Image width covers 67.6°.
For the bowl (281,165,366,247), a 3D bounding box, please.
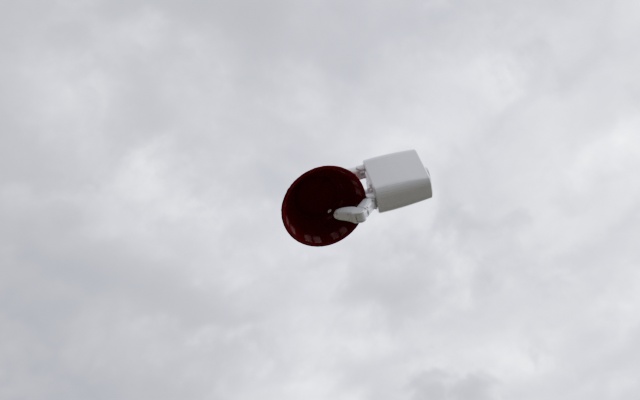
[{"bbox_3d":[-0.001,0.003,0.880,0.162,0.162,0.055,0,24,-20],"label":"bowl"}]
